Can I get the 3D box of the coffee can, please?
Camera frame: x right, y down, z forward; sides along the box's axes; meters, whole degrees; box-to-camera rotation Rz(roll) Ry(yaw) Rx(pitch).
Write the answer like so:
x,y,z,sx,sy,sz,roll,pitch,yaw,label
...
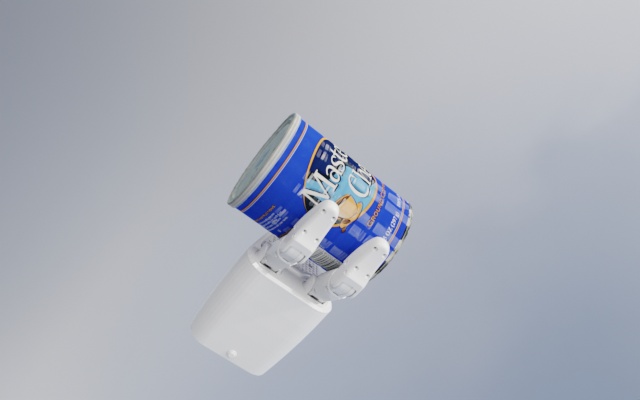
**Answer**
x,y,z,sx,sy,sz,roll,pitch,yaw,label
0.000,0.001,0.449,0.140,0.103,0.103,37,-11,-15,coffee can
